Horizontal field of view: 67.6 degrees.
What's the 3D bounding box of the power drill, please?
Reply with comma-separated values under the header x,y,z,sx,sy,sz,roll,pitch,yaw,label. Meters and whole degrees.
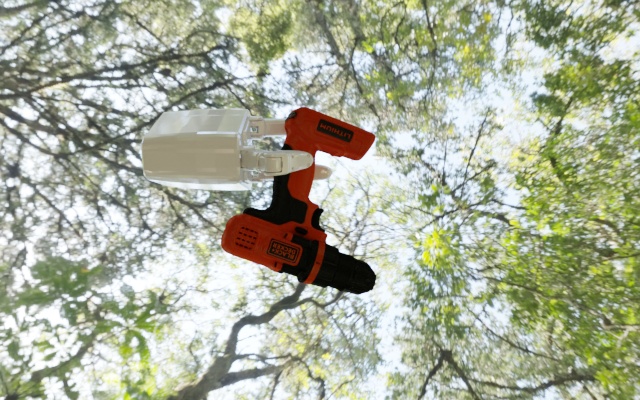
x,y,z,sx,sy,sz,roll,pitch,yaw,label
0.000,0.001,0.549,0.184,0.187,0.057,21,-9,-13,power drill
